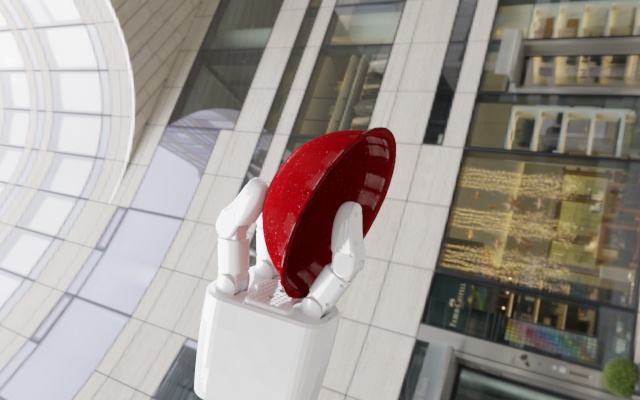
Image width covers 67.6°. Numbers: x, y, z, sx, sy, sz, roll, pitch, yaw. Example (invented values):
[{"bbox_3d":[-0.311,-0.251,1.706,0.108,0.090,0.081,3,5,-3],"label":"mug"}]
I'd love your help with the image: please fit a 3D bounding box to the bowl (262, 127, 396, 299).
[{"bbox_3d":[0.000,0.000,0.411,0.055,0.162,0.162,31,13,23],"label":"bowl"}]
